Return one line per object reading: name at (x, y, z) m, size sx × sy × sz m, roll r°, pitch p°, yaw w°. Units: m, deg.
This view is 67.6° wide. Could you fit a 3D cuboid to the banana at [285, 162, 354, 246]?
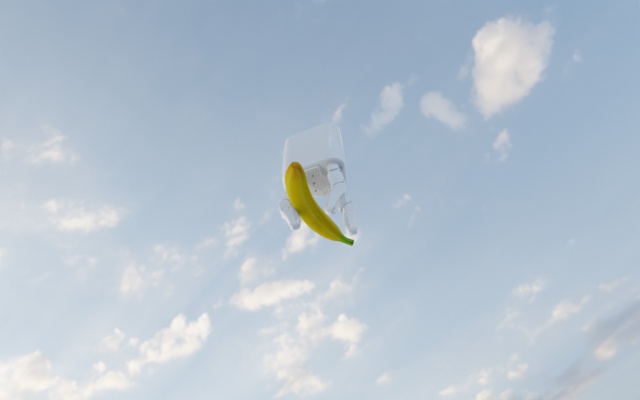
banana at (-0.014, 0.007, 0.781) m, size 0.069 × 0.037 × 0.198 m, roll -8°, pitch -44°, yaw 34°
